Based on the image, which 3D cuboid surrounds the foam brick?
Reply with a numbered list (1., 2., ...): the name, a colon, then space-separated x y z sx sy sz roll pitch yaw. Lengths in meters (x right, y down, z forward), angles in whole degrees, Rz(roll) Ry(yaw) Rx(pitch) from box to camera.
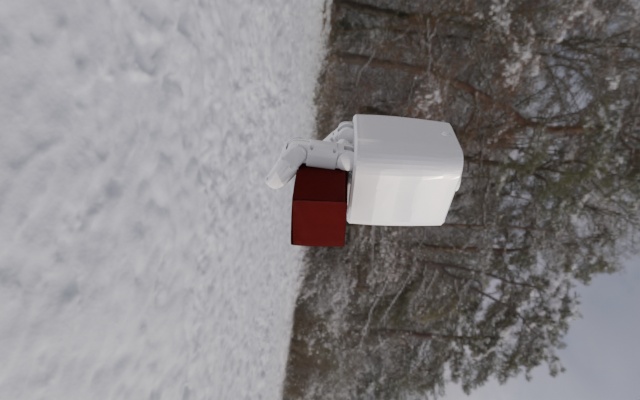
1. foam brick: 0.000 0.002 0.466 0.051 0.053 0.078 4 33 1
